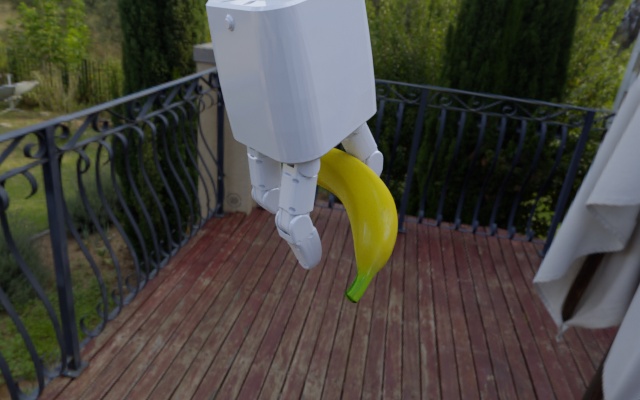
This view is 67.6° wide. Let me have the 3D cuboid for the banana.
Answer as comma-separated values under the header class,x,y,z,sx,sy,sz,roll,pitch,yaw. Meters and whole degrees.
class,x,y,z,sx,sy,sz,roll,pitch,yaw
banana,0.017,-0.006,0.405,0.069,0.037,0.197,-28,38,1
